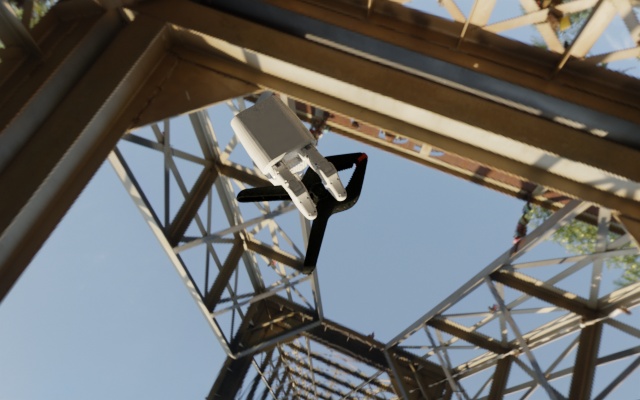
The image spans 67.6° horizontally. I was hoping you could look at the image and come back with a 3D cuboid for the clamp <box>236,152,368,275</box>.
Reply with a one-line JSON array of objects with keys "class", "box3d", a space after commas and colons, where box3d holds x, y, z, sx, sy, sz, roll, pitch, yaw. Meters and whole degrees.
[{"class": "clamp", "box3d": [0.000, 0.002, 0.737, 0.210, 0.164, 0.036, -32, -15, -16]}]
